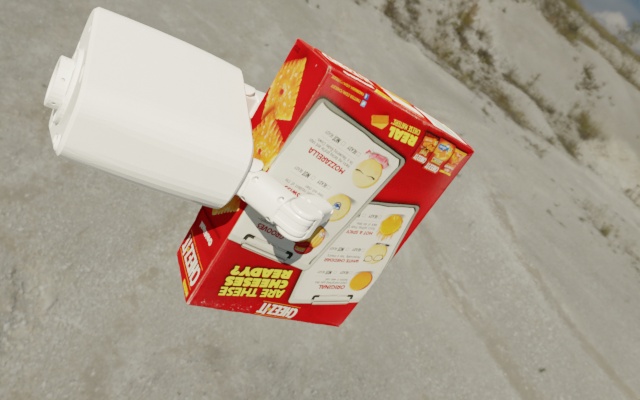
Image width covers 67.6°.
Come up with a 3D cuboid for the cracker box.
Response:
[{"bbox_3d":[0.000,0.001,0.406,0.164,0.214,0.072,19,24,-35],"label":"cracker box"}]
